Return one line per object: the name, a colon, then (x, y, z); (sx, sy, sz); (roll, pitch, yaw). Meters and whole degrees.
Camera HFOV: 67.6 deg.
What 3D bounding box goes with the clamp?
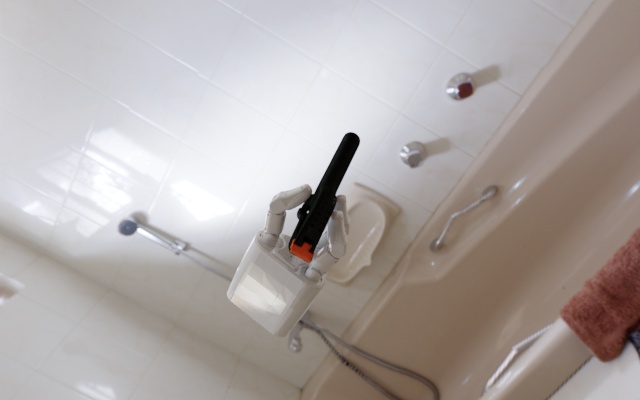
clamp: (-0.001, 0.002, 0.621); (0.036, 0.165, 0.210); (28, 24, -6)
